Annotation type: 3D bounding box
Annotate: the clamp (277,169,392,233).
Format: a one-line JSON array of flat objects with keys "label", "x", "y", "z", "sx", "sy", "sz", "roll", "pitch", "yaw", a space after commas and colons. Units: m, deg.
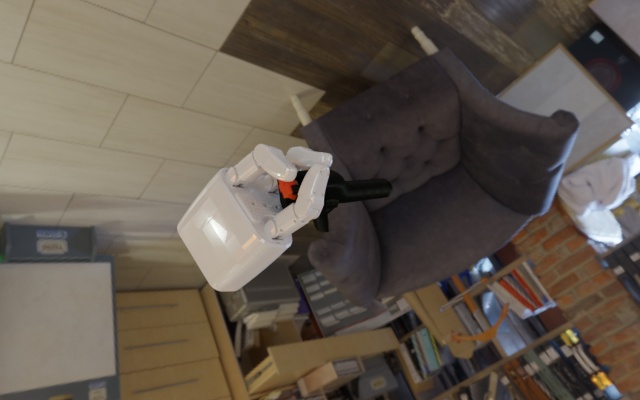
[{"label": "clamp", "x": 0.000, "y": 0.002, "z": 0.584, "sx": 0.171, "sy": 0.039, "sz": 0.120, "roll": 10, "pitch": -44, "yaw": -47}]
